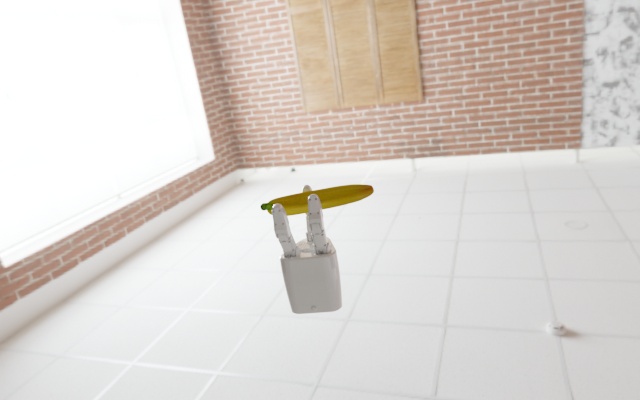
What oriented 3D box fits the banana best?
[{"bbox_3d":[-0.008,0.001,0.824,0.198,0.037,0.069,-11,8,-13],"label":"banana"}]
